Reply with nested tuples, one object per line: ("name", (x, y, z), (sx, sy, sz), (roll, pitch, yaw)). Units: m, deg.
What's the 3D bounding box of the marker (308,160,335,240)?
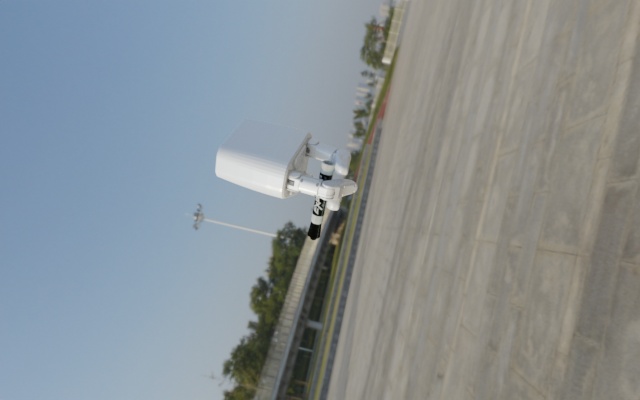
("marker", (0.000, 0.002, 0.675), (0.020, 0.121, 0.020), (10, 25, -4))
